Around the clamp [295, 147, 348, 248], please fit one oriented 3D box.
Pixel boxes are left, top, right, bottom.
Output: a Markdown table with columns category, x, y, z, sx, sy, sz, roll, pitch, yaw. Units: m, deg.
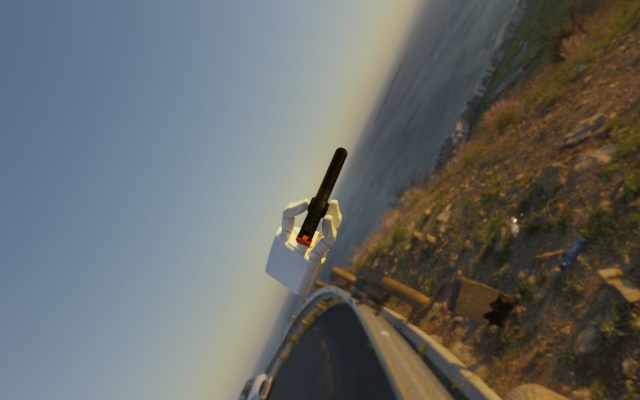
| category | x | y | z | sx | sy | sz | roll | pitch | yaw |
| --- | --- | --- | --- | --- | --- | --- | --- | --- | --- |
| clamp | -0.001 | 0.003 | 0.898 | 0.036 | 0.165 | 0.210 | 22 | 35 | 2 |
